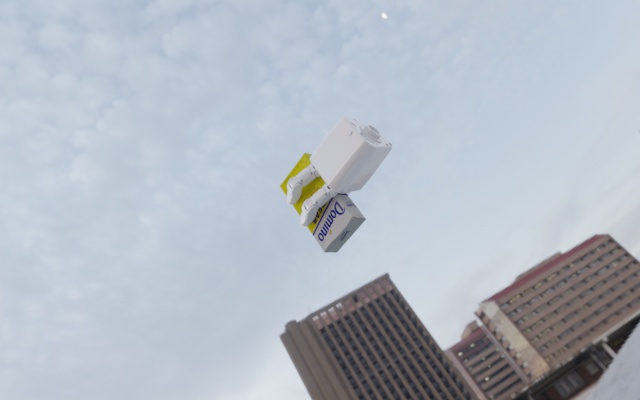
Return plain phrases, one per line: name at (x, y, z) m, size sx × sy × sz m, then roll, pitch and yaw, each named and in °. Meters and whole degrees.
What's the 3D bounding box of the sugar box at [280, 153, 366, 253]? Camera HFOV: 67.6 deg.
sugar box at (0.000, 0.003, 0.897) m, size 0.048 × 0.093 × 0.176 m, roll 9°, pitch 37°, yaw -47°
